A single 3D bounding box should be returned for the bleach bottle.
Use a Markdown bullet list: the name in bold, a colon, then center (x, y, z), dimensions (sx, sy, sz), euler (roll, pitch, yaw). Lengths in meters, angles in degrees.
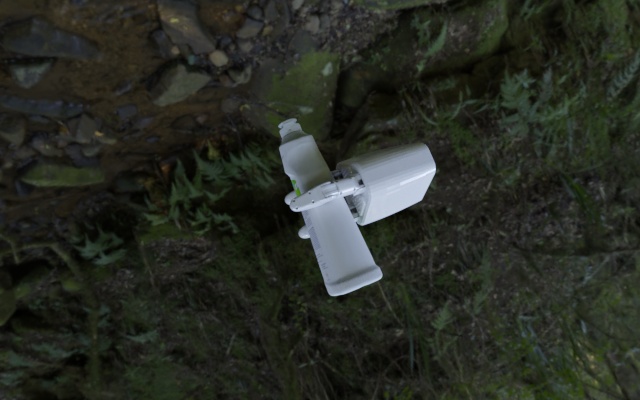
- **bleach bottle**: center (0.000, 0.002, 0.659), dimensions (0.068, 0.251, 0.102), euler (-20, -8, -14)
